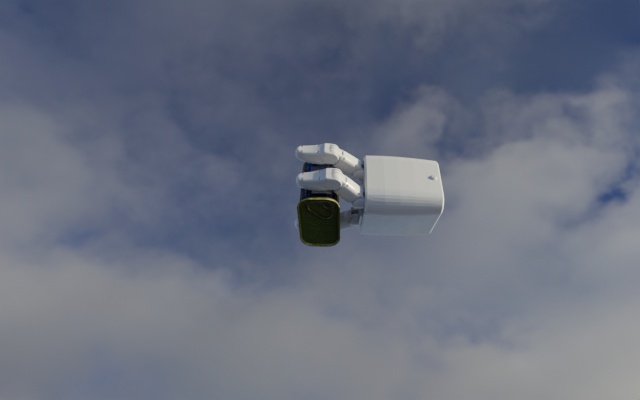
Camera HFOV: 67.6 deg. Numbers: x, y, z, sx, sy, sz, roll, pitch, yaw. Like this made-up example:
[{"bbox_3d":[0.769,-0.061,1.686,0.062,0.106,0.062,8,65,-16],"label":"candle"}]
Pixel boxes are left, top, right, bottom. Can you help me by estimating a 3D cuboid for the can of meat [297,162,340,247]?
[{"bbox_3d":[0.000,0.002,0.683,0.057,0.083,0.102,0,-42,3],"label":"can of meat"}]
